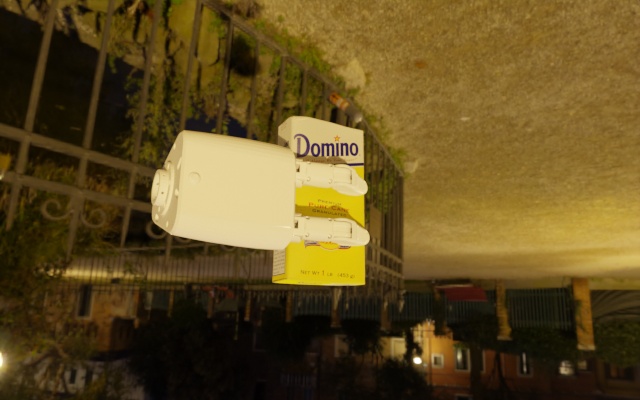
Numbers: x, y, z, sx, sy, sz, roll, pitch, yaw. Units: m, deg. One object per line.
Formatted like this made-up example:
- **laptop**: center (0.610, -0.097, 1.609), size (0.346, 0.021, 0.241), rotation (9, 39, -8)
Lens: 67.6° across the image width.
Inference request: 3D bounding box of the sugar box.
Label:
- **sugar box**: center (0.000, 0.002, 0.517), size (0.093, 0.176, 0.048), rotation (8, -14, -27)
